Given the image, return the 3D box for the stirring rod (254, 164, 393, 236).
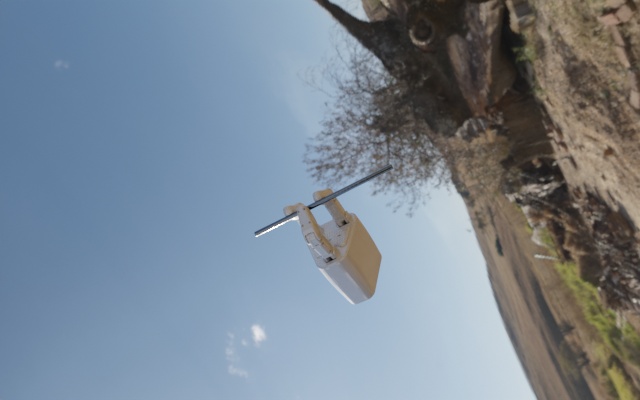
[{"bbox_3d":[0.000,0.002,0.723,0.239,0.011,0.011,-26,-8,17],"label":"stirring rod"}]
